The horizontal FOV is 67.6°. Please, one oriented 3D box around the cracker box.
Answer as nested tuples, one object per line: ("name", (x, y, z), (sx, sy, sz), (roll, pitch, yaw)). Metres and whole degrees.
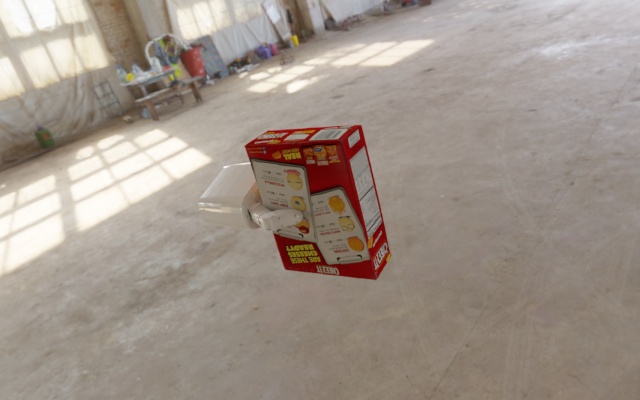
("cracker box", (0.000, 0.002, 0.691), (0.164, 0.214, 0.072), (1, 29, 33))
